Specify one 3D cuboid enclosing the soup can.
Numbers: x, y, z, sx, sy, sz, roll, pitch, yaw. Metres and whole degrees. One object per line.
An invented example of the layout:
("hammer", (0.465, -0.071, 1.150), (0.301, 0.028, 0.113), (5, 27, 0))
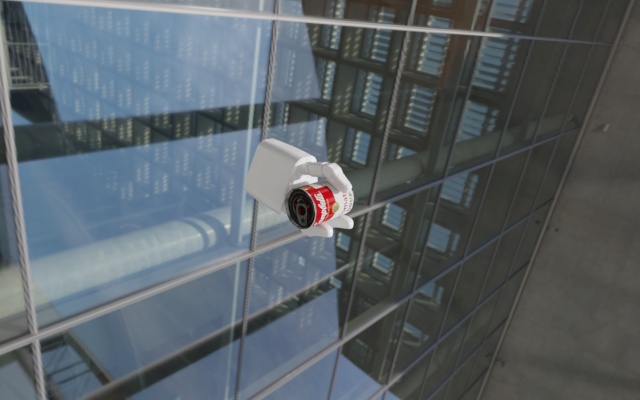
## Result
("soup can", (0.001, 0.003, 0.796), (0.068, 0.068, 0.102), (0, 12, 43))
